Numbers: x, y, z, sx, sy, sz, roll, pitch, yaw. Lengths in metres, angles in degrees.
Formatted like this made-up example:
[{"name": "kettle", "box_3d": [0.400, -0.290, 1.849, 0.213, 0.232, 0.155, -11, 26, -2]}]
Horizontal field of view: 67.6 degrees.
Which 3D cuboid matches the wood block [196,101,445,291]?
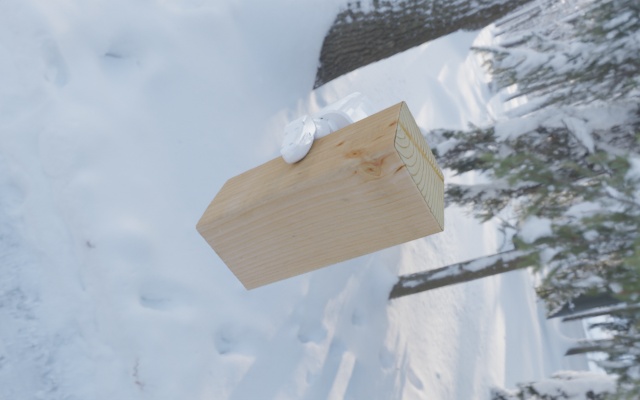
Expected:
[{"name": "wood block", "box_3d": [0.000, 0.001, 0.447, 0.206, 0.091, 0.090, -21, 27, 27]}]
